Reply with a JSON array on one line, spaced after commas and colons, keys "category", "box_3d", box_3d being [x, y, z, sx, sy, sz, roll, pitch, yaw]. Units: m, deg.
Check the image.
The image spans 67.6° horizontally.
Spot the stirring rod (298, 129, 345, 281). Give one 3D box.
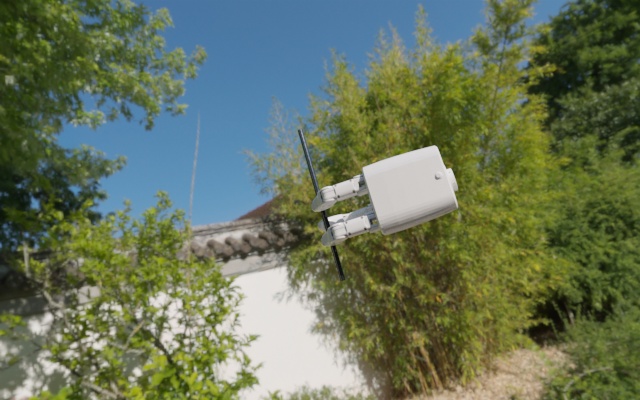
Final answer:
[{"category": "stirring rod", "box_3d": [0.000, 0.002, 0.713, 0.011, 0.239, 0.011, -15, -15, -4]}]
